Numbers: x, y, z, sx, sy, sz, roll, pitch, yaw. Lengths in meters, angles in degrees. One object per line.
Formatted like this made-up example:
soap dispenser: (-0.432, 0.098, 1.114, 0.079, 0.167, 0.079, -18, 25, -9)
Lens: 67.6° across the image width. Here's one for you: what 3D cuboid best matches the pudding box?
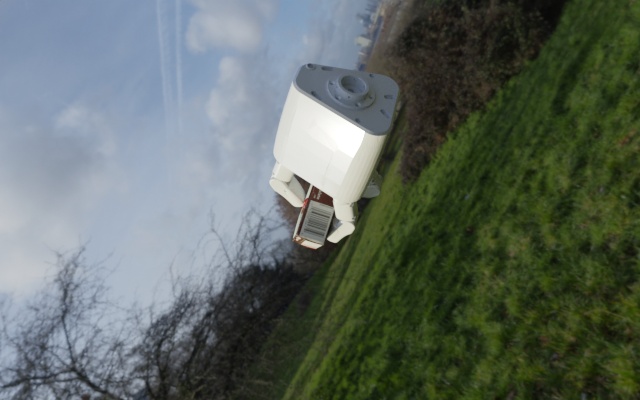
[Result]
pudding box: (0.000, 0.002, 0.606, 0.039, 0.113, 0.090, 20, -10, -2)
